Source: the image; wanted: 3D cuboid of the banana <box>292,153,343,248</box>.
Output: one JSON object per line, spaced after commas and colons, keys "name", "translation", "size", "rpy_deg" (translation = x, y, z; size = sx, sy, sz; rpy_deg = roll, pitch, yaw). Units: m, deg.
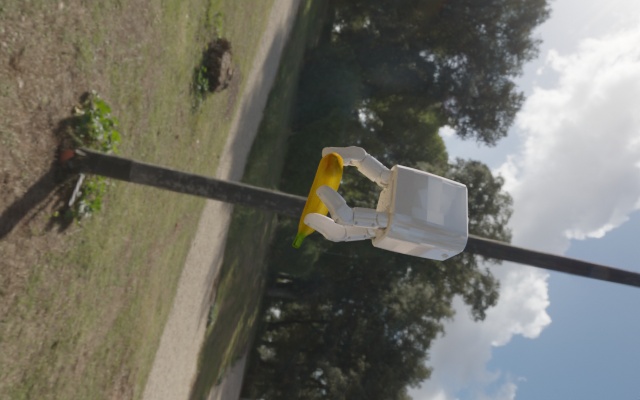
{"name": "banana", "translation": [0.003, -0.009, 0.683], "size": [0.037, 0.069, 0.198], "rpy_deg": [18, -44, -3]}
